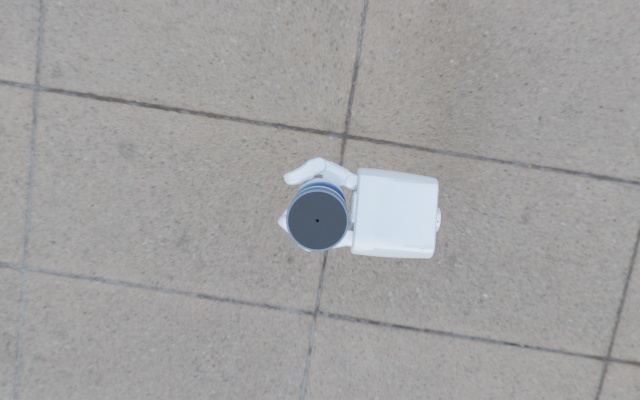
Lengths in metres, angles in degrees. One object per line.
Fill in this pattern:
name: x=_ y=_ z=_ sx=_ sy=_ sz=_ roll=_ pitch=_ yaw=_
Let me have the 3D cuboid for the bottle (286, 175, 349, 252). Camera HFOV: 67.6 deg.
bottle: x=0.000 y=0.002 z=0.644 sx=0.069 sy=0.069 sz=0.295 roll=0 pitch=7 yaw=1
